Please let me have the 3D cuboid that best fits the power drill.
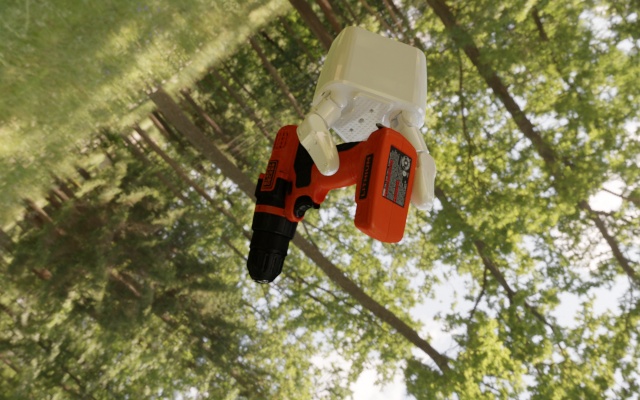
[{"bbox_3d":[0.000,0.001,0.492,0.187,0.184,0.057,0,-16,44],"label":"power drill"}]
